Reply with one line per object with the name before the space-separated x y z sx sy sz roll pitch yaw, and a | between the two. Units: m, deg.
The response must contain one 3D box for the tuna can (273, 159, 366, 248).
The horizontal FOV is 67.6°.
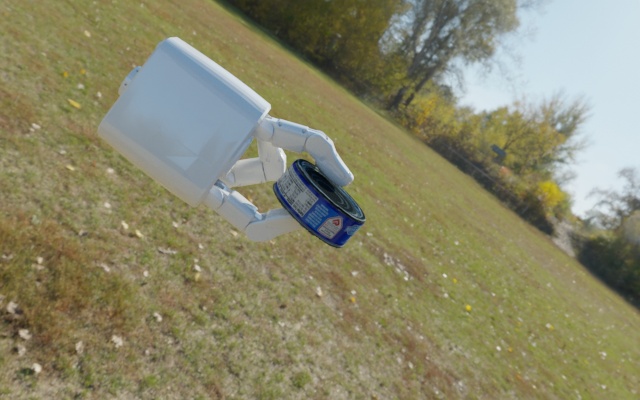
tuna can | 0.000 0.001 0.434 0.086 0.034 0.086 40 13 -11
